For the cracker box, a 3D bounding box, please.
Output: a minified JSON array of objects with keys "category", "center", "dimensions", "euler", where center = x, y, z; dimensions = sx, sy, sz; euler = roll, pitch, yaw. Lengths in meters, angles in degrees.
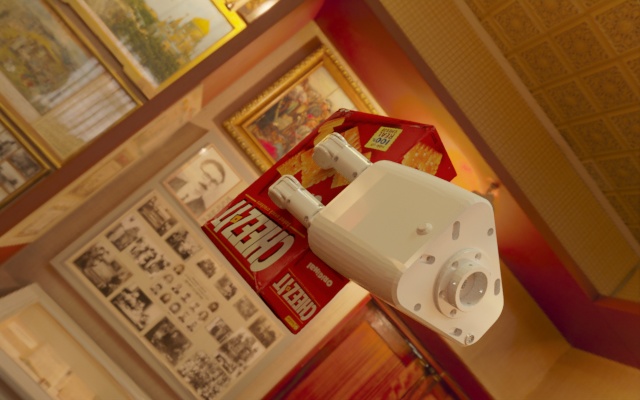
[{"category":"cracker box","center":[0.000,0.002,0.479],"dimensions":[0.213,0.072,0.164],"euler":[-42,32,-12]}]
